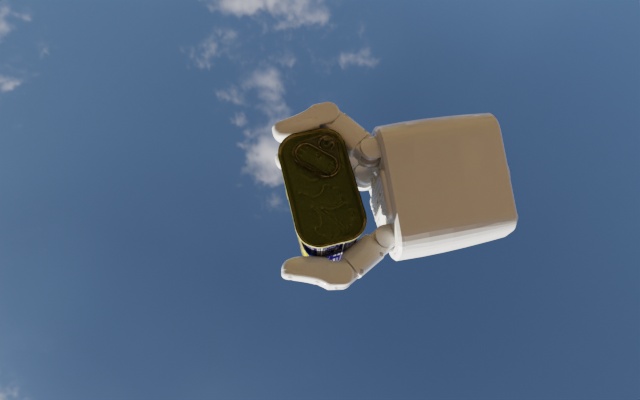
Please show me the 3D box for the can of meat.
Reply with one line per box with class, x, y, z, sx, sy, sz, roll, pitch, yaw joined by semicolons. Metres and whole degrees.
can of meat;0.000;0.002;0.423;0.057;0.102;0.084;-13;-19;-5
